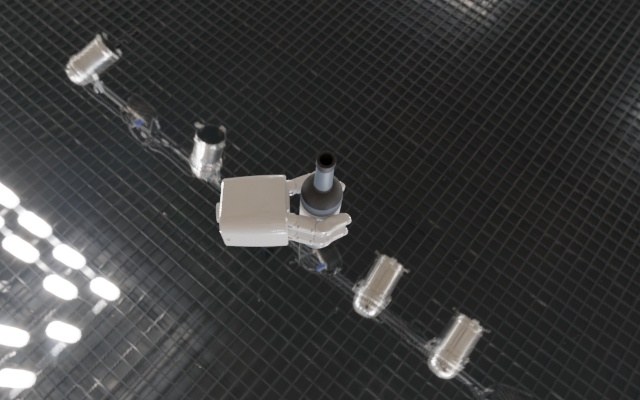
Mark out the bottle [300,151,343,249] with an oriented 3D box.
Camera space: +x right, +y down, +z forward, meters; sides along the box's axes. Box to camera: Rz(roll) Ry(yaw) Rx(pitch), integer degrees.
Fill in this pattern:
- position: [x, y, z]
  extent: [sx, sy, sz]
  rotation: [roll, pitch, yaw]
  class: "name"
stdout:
- position: [0.000, 0.003, 0.780]
  extent: [0.069, 0.069, 0.296]
  rotation: [0, -23, -3]
  class: "bottle"
